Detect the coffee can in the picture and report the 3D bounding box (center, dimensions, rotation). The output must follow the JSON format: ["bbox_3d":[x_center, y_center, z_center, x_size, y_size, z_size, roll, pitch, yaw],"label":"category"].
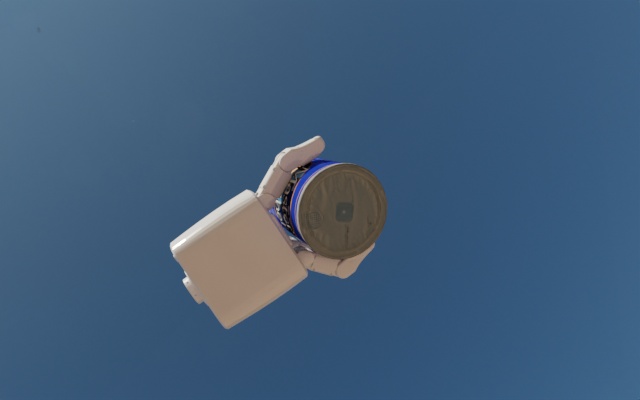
[{"bbox_3d":[0.000,0.002,0.562,0.103,0.103,0.140,0,9,-22],"label":"coffee can"}]
